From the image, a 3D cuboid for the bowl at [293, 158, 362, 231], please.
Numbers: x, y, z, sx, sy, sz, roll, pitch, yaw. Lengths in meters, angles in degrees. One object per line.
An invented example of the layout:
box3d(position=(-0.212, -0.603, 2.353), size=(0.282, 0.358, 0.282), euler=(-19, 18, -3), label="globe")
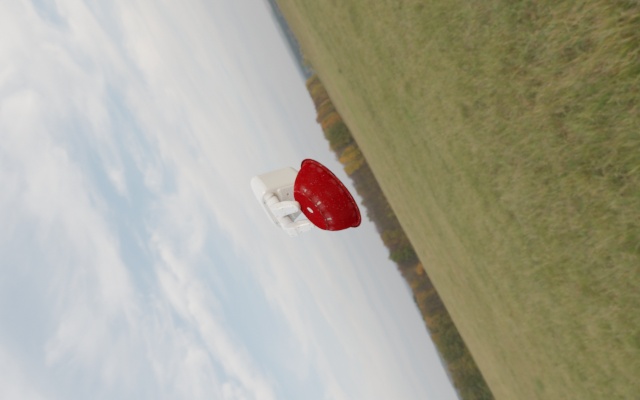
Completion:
box3d(position=(0.000, 0.003, 0.880), size=(0.055, 0.162, 0.162), euler=(-40, 15, -19), label="bowl")
